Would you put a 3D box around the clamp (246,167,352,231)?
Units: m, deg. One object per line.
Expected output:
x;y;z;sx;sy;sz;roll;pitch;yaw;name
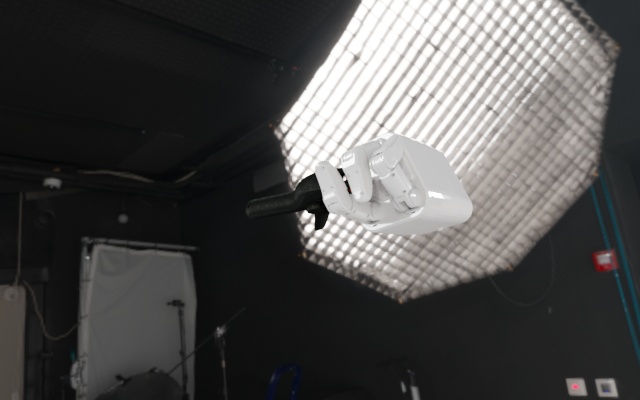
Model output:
0.000;0.001;0.600;0.120;0.039;0.171;11;-22;-43;clamp
